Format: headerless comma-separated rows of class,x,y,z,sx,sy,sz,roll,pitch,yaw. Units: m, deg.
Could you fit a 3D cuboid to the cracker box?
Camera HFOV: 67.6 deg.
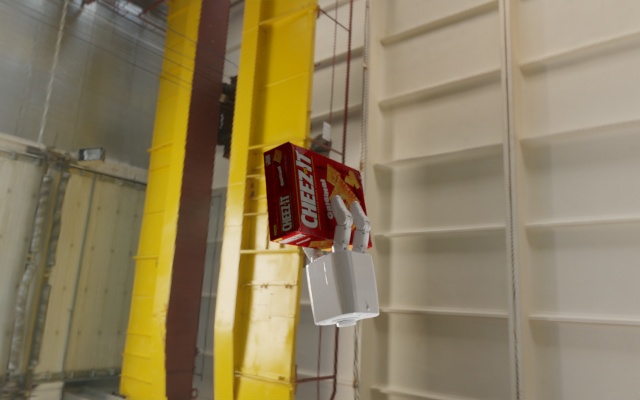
cracker box,0.000,0.003,0.867,0.072,0.164,0.214,-21,-24,34
